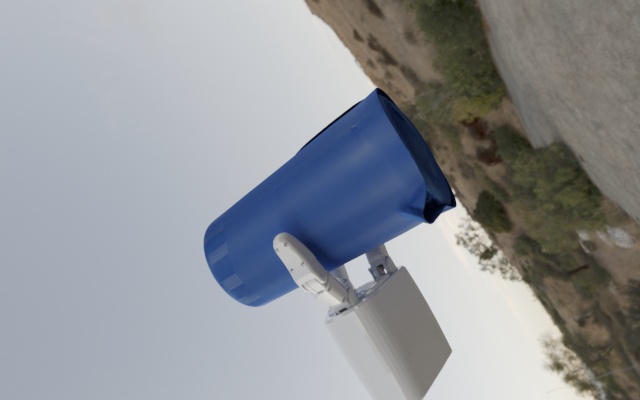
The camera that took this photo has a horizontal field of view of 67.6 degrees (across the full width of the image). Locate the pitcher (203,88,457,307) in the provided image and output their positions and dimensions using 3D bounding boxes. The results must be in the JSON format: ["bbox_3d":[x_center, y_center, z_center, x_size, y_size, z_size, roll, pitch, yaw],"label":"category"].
[{"bbox_3d":[0.000,0.002,0.491,0.243,0.145,0.149,-33,-2,20],"label":"pitcher"}]
